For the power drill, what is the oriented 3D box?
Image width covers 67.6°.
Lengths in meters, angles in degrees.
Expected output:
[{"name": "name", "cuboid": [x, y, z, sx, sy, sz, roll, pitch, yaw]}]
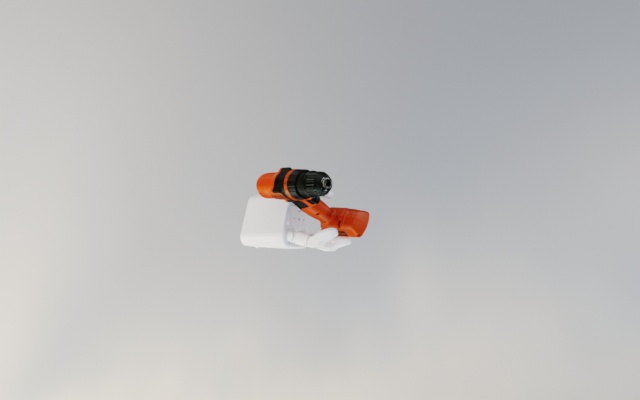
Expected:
[{"name": "power drill", "cuboid": [0.000, 0.003, 0.845, 0.188, 0.057, 0.184, 35, -19, -34]}]
